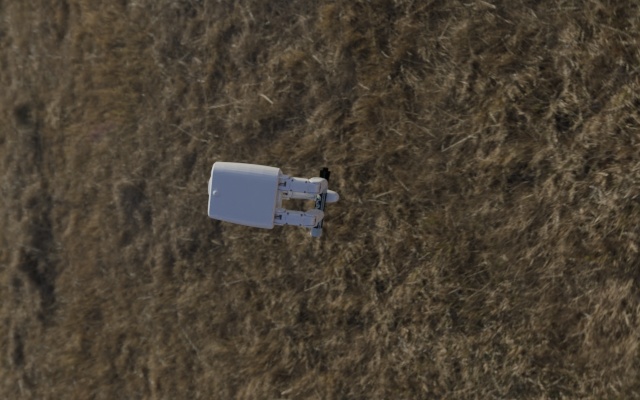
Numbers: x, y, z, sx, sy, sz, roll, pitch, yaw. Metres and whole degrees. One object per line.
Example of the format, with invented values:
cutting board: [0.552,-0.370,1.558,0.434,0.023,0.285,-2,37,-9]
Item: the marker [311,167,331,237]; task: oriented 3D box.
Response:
marker: [0.000,0.003,0.822,0.020,0.121,0.020,8,12,-2]
